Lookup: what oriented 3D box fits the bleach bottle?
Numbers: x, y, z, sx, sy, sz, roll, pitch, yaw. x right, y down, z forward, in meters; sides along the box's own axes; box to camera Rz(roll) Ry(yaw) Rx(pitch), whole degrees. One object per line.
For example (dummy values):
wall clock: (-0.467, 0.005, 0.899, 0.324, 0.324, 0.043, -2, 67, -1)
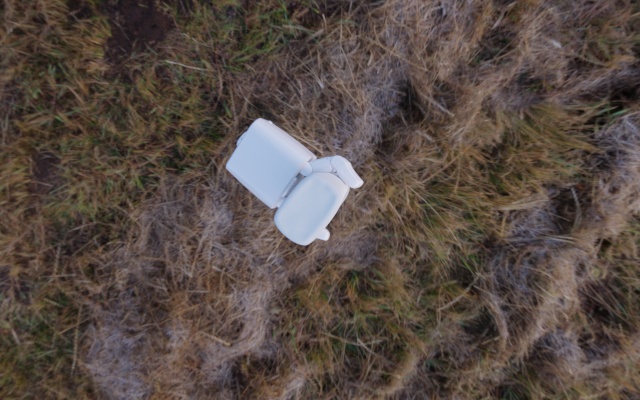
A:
bleach bottle: (0.000, 0.002, 0.775, 0.068, 0.102, 0.251, 39, 8, 4)
